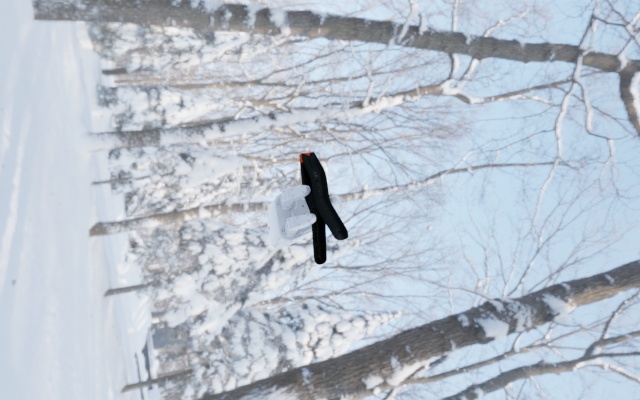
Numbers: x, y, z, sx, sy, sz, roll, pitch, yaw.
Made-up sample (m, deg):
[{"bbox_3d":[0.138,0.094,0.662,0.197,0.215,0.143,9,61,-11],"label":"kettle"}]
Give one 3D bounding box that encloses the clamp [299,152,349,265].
[{"bbox_3d":[0.001,0.002,0.872,0.036,0.210,0.164,-7,-14,-19],"label":"clamp"}]
